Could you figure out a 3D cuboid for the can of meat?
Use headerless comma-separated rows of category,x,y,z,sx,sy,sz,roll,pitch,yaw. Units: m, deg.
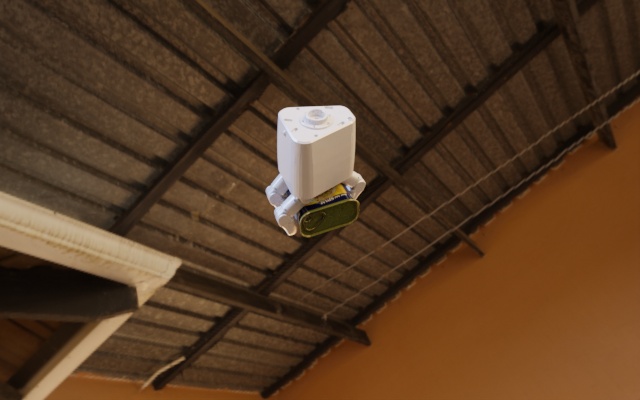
can of meat,0.000,0.002,0.782,0.102,0.057,0.084,-17,48,-14
